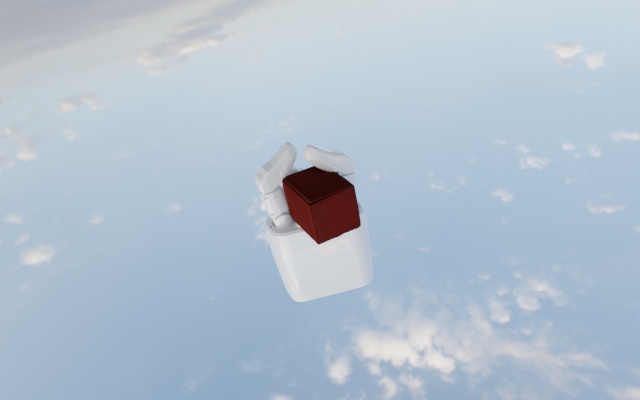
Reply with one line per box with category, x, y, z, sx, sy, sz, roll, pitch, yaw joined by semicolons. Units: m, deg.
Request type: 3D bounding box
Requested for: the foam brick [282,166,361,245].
foam brick;0.000;0.002;0.510;0.053;0.051;0.078;-21;30;-18
